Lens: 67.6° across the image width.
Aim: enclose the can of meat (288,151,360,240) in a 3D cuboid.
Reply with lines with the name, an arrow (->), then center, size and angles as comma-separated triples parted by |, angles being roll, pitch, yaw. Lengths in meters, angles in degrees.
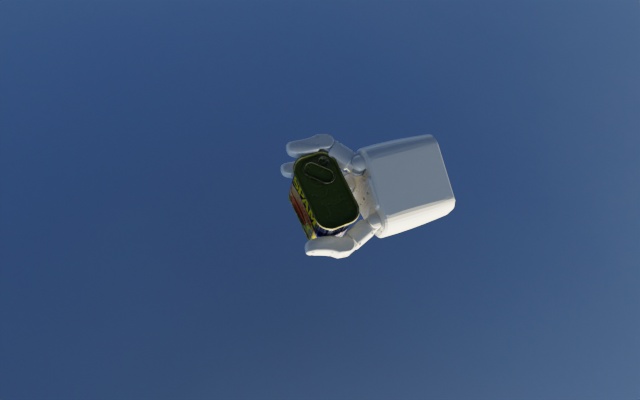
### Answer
can of meat -> 0.000, 0.002, 0.614 | 0.057, 0.102, 0.084 | -20, -18, -18
